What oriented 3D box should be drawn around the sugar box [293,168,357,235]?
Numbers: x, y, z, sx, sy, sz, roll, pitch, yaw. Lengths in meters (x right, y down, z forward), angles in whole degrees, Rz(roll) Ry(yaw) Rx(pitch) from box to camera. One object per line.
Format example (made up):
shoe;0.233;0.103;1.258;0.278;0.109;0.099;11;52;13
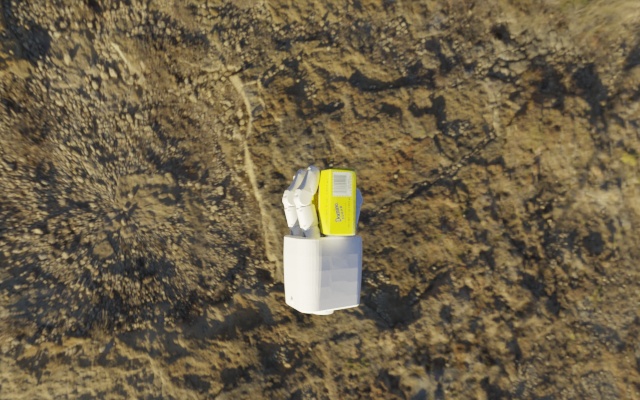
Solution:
sugar box;0.000;0.003;0.733;0.048;0.093;0.176;2;-2;-22
